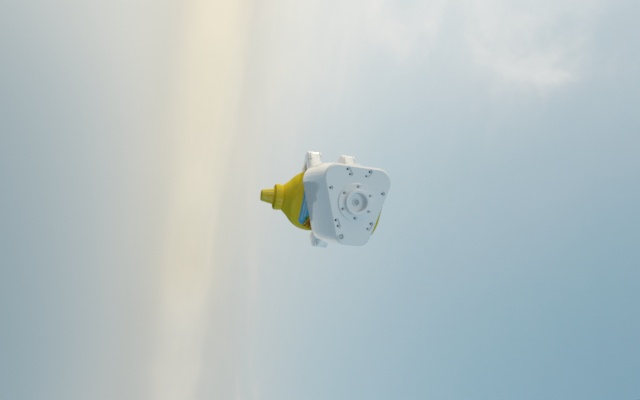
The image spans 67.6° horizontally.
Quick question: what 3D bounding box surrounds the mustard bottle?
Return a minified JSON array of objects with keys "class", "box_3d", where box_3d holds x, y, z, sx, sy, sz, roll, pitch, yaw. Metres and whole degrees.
[{"class":"mustard bottle","box_3d":[0.000,0.002,0.761,0.191,0.096,0.058,6,23,-15]}]
